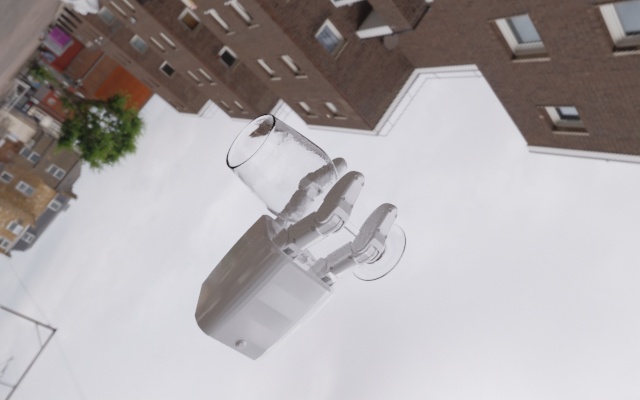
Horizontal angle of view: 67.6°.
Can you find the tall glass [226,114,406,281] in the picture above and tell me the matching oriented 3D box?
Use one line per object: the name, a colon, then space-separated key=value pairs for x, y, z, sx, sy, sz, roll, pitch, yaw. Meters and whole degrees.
tall glass: x=0.001 y=0.002 z=0.478 sx=0.079 sy=0.079 sz=0.201 roll=0 pitch=-34 yaw=50
